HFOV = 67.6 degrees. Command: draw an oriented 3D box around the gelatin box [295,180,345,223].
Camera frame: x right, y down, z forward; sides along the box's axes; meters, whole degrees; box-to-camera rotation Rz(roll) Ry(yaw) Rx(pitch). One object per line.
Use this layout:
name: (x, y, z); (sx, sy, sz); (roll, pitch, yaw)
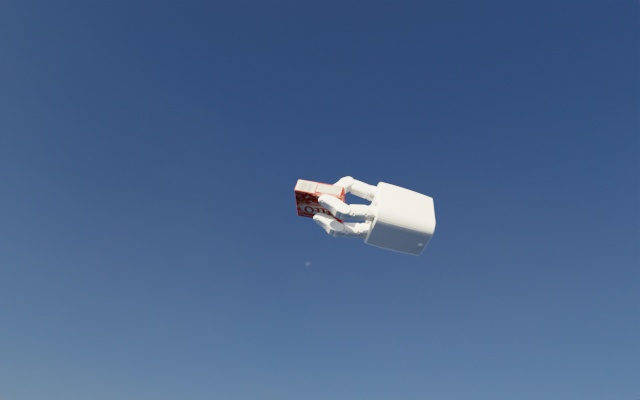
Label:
gelatin box: (0.000, 0.002, 0.875); (0.089, 0.030, 0.073); (10, -40, 12)
